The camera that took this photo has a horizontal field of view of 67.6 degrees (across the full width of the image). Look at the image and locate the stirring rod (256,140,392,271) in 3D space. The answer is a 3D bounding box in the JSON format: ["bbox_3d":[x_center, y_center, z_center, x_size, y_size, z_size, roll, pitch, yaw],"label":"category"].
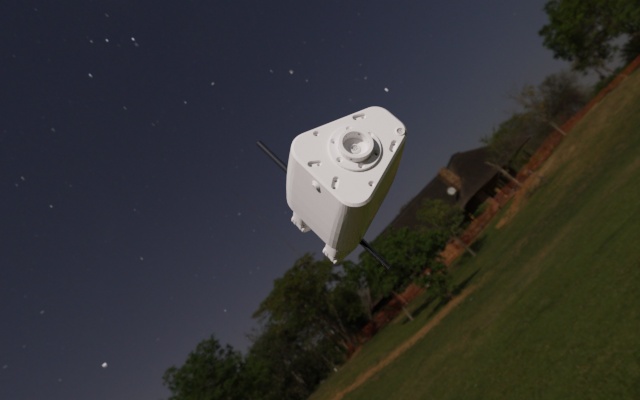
[{"bbox_3d":[0.000,0.002,0.610,0.239,0.011,0.011,44,15,16],"label":"stirring rod"}]
